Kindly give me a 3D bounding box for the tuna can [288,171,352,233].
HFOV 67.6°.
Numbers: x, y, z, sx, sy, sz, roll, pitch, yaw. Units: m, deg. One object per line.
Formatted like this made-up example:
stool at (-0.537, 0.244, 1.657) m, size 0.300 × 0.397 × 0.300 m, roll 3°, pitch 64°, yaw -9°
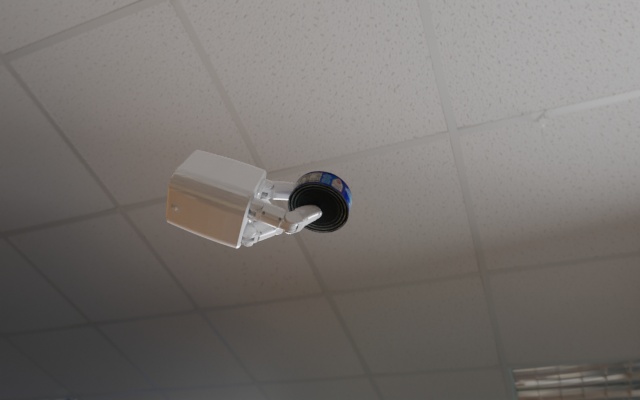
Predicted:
tuna can at (0.000, 0.002, 0.661) m, size 0.086 × 0.086 × 0.033 m, roll 0°, pitch 37°, yaw 16°
